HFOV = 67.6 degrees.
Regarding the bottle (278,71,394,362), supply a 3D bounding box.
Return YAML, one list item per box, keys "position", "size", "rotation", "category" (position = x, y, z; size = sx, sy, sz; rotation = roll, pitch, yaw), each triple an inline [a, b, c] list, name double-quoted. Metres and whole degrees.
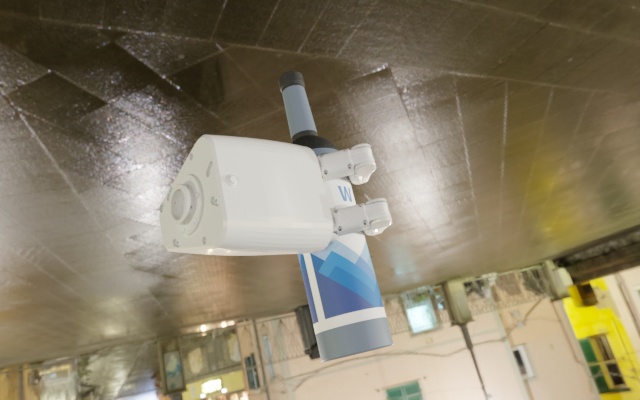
- position: [0.000, 0.002, 0.474]
  size: [0.069, 0.295, 0.069]
  rotation: [-12, -19, -4]
  category: "bottle"
